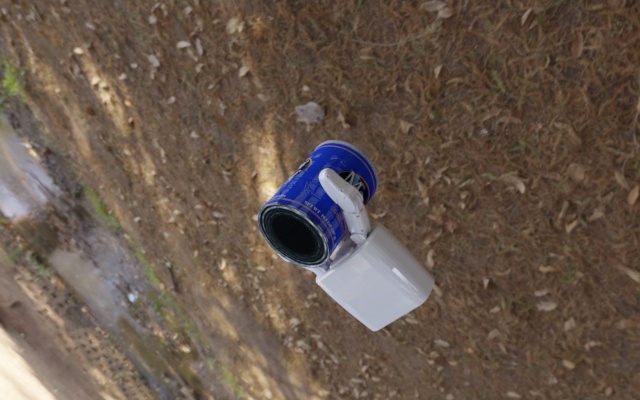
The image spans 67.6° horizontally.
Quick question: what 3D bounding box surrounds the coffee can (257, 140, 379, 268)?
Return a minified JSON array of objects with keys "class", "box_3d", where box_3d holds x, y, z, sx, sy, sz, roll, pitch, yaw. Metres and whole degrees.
[{"class":"coffee can","box_3d":[0.000,0.002,0.617,0.103,0.103,0.140,0,37,38]}]
